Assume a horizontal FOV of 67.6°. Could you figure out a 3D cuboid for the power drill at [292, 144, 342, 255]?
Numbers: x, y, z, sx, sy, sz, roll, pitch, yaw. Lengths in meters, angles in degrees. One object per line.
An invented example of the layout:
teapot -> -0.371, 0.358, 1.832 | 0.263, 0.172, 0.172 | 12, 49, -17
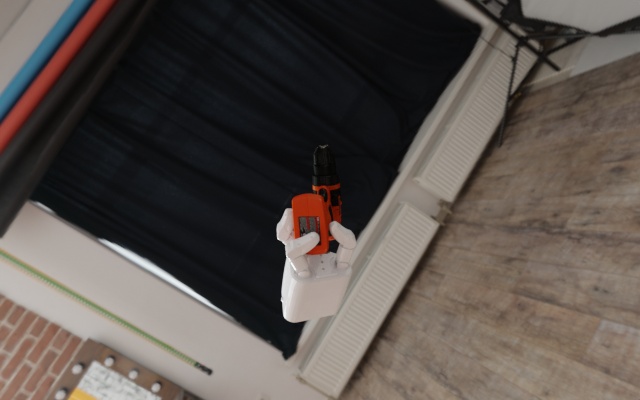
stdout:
power drill -> 0.000, 0.003, 0.848 | 0.057, 0.184, 0.187 | -3, 14, 14
